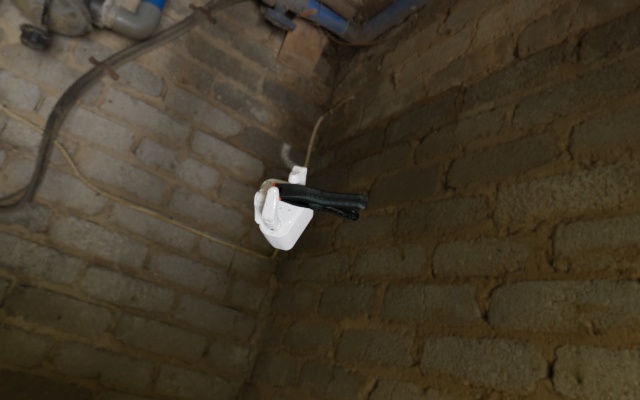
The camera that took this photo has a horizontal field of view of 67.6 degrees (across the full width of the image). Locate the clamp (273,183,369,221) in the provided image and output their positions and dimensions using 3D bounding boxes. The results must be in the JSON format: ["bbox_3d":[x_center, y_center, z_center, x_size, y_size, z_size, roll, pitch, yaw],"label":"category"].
[{"bbox_3d":[0.000,0.003,0.850,0.171,0.039,0.120,12,-21,9],"label":"clamp"}]
